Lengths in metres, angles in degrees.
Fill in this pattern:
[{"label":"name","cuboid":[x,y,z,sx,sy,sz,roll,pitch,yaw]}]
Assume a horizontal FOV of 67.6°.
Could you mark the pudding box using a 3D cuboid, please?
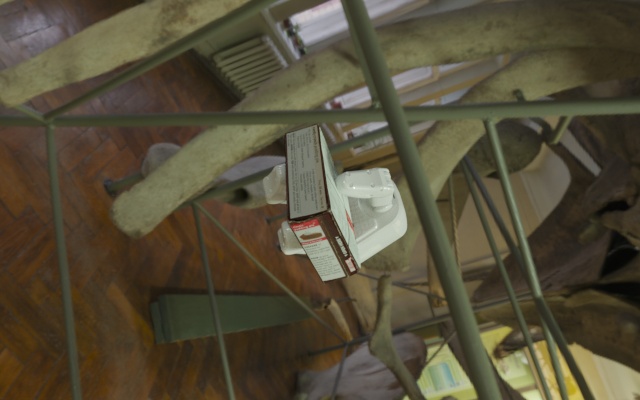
[{"label":"pudding box","cuboid":[0.000,0.001,0.423,0.039,0.113,0.090,-18,-46,9]}]
